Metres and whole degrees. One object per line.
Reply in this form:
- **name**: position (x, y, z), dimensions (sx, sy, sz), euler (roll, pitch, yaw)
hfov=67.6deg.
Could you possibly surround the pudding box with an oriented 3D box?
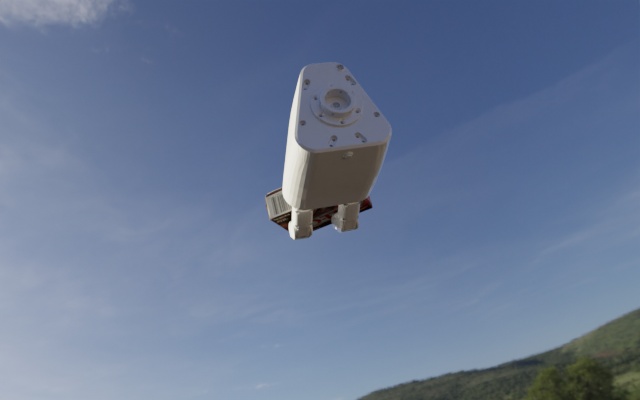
- **pudding box**: position (0.000, 0.002, 0.596), dimensions (0.113, 0.039, 0.090), euler (-20, -24, 13)
